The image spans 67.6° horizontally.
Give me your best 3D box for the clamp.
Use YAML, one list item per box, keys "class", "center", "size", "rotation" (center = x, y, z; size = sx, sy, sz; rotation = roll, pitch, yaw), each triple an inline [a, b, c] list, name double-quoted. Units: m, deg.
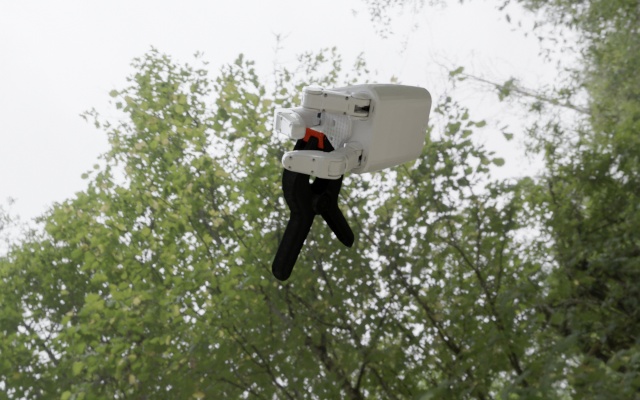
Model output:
- class: "clamp"
  center: [0.000, 0.001, 0.544]
  size: [0.039, 0.171, 0.120]
  rotation: [25, 27, 36]
